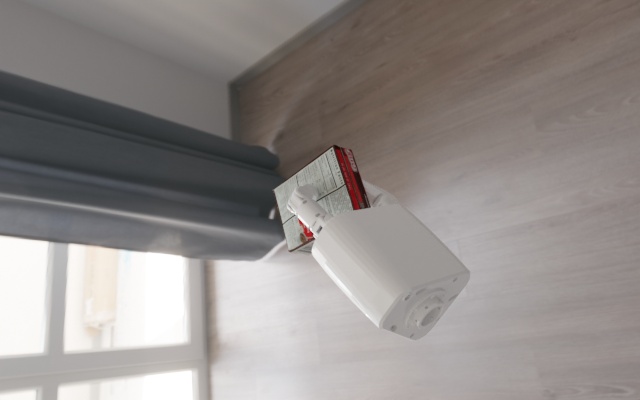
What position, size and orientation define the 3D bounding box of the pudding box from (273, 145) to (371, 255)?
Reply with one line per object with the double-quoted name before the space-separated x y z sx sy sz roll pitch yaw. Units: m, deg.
"pudding box" 0.000 0.002 0.559 0.113 0.090 0.039 -32 -28 33
